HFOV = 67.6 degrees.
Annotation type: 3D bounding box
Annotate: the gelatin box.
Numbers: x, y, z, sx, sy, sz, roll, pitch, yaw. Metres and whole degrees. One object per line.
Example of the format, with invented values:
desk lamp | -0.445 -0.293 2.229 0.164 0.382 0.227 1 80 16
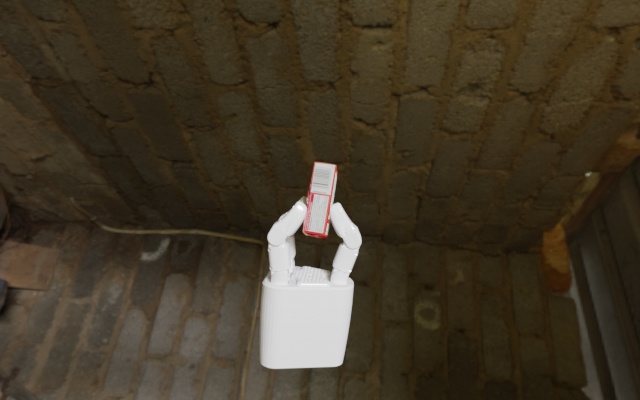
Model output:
gelatin box | 0.001 0.002 0.598 0.030 0.089 0.073 9 -5 4
